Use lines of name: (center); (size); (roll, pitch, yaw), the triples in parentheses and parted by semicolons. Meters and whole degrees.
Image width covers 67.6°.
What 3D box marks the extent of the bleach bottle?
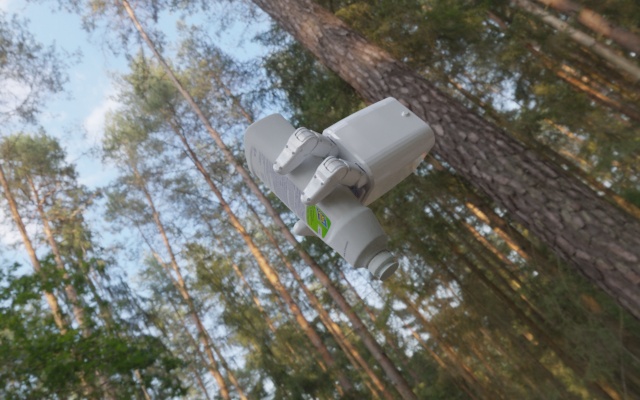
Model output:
bleach bottle: (0.000, 0.002, 0.583); (0.068, 0.250, 0.103); (-32, -30, -19)
